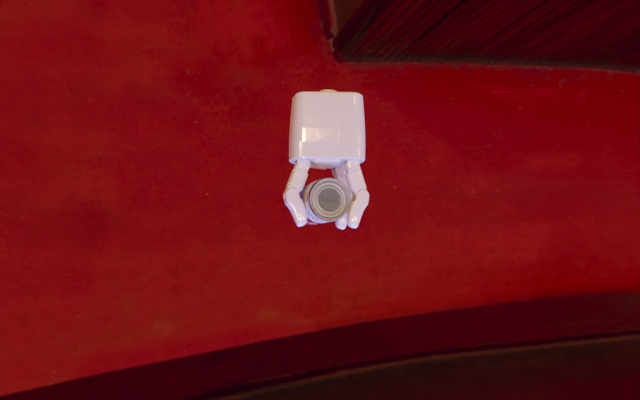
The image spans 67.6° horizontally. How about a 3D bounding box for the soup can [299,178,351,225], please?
[{"bbox_3d":[0.000,0.003,0.758,0.068,0.068,0.102,0,-5,-17],"label":"soup can"}]
